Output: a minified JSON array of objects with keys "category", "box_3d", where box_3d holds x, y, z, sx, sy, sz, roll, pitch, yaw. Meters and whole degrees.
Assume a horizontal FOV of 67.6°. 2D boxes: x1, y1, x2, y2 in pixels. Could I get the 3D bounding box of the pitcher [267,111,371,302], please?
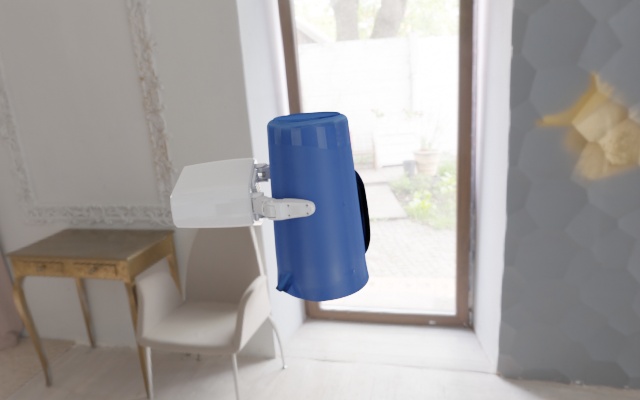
[{"category":"pitcher","box_3d":[0.000,0.002,0.663,0.145,0.243,0.149,-5,16,1]}]
